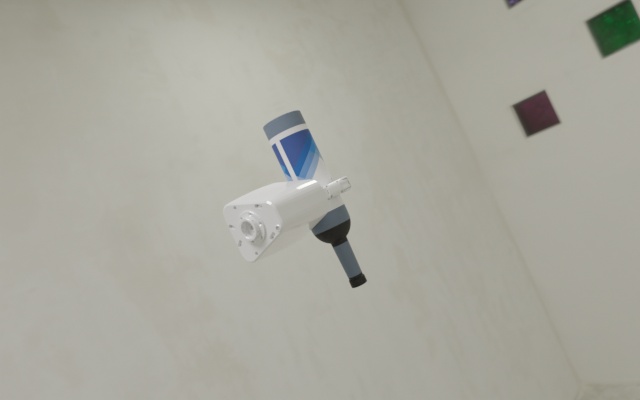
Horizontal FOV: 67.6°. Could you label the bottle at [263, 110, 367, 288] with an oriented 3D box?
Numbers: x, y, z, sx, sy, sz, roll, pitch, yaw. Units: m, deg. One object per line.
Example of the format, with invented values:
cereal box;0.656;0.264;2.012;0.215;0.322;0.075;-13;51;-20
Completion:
bottle;0.000;0.002;0.769;0.069;0.295;0.069;-25;0;0
